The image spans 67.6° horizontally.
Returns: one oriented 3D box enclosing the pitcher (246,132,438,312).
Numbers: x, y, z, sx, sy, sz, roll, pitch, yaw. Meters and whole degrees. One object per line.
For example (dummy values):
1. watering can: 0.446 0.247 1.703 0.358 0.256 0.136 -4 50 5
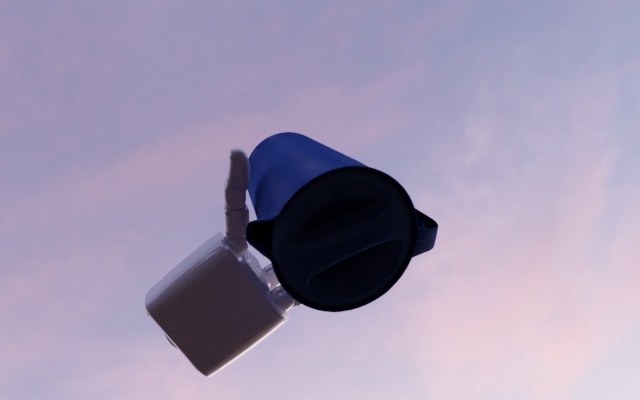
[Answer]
1. pitcher: 0.000 0.002 0.509 0.145 0.149 0.242 -41 25 -1
